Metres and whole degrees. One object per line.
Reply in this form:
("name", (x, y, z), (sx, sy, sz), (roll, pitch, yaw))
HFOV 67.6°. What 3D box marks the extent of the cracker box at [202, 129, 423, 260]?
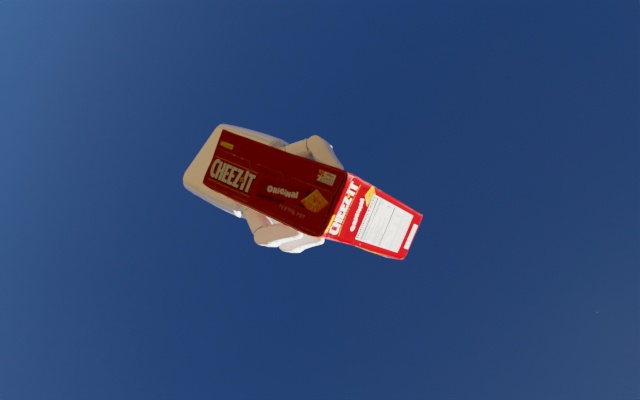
("cracker box", (0.000, 0.002, 0.546), (0.164, 0.072, 0.214), (21, 0, 32))
